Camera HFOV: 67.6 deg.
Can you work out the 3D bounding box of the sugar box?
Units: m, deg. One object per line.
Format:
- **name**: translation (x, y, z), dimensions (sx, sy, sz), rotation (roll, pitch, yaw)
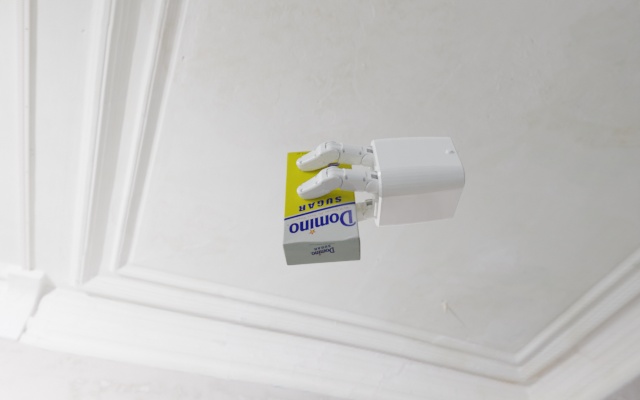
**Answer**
- **sugar box**: translation (0.000, 0.002, 0.625), dimensions (0.093, 0.048, 0.176), rotation (-5, 41, 2)
